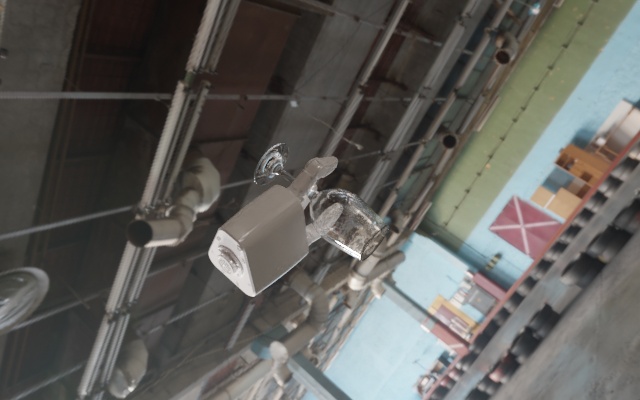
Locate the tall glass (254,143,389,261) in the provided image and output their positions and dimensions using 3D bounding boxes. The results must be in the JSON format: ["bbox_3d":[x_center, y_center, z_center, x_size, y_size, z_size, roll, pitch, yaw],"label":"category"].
[{"bbox_3d":[0.000,0.002,0.686,0.201,0.079,0.079,37,14,20],"label":"tall glass"}]
